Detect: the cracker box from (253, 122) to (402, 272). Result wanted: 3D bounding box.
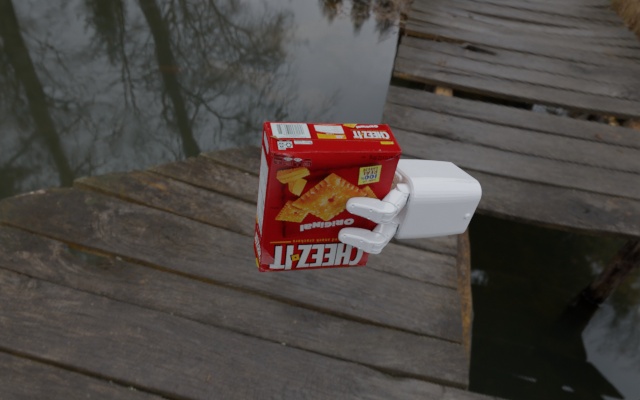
[{"bbox_3d":[0.000,0.002,0.643,0.164,0.214,0.072,-1,41,-14],"label":"cracker box"}]
